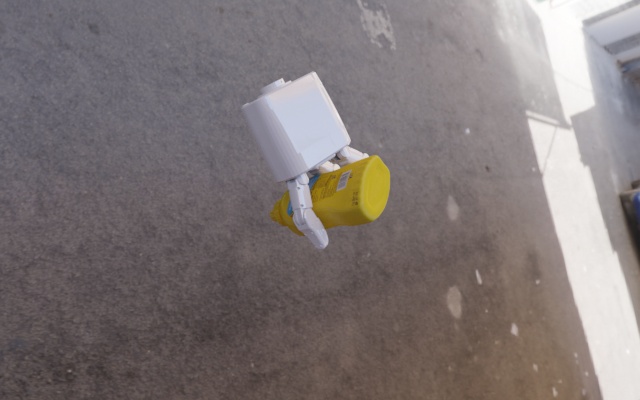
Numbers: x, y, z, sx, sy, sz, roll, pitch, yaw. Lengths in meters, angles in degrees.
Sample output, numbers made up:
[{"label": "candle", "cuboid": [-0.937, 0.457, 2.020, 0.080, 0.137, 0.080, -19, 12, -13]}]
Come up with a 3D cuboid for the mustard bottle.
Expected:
[{"label": "mustard bottle", "cuboid": [0.000, 0.002, 0.661, 0.191, 0.096, 0.058, -16, -49, 39]}]
